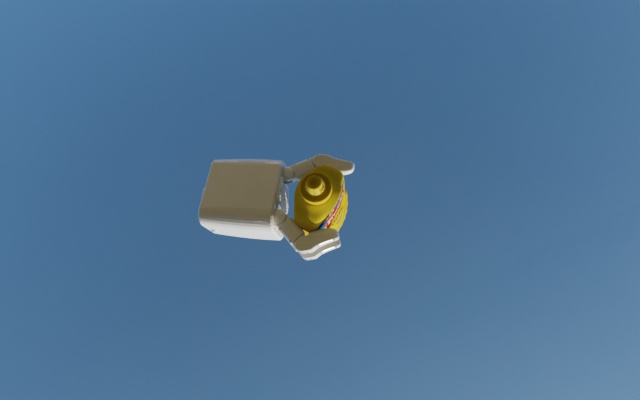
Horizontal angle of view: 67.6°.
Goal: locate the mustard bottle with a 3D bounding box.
[{"bbox_3d":[0.000,0.002,0.672,0.058,0.096,0.192,28,-11,12],"label":"mustard bottle"}]
